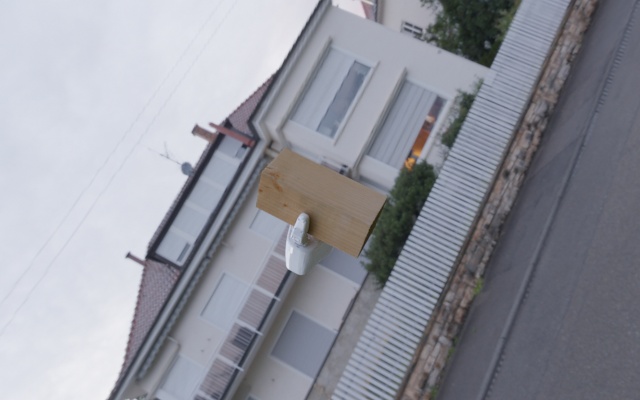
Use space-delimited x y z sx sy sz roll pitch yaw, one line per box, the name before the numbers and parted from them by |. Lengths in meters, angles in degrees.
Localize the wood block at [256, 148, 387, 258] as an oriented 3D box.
wood block | 0.000 0.003 0.846 0.206 0.090 0.090 26 45 10
